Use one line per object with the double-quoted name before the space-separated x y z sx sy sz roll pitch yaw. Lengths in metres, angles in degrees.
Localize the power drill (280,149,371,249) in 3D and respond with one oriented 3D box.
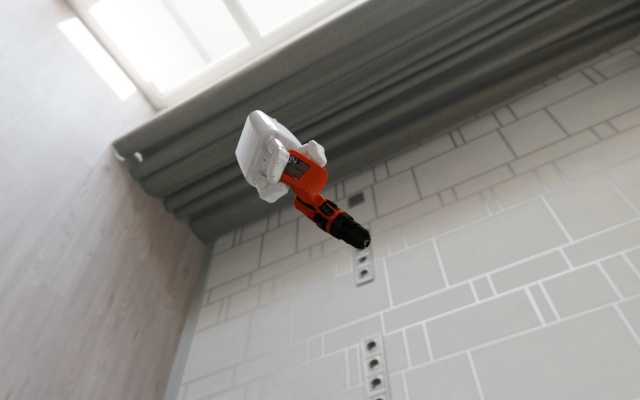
"power drill" 0.000 0.002 0.851 0.184 0.057 0.188 31 -17 33
